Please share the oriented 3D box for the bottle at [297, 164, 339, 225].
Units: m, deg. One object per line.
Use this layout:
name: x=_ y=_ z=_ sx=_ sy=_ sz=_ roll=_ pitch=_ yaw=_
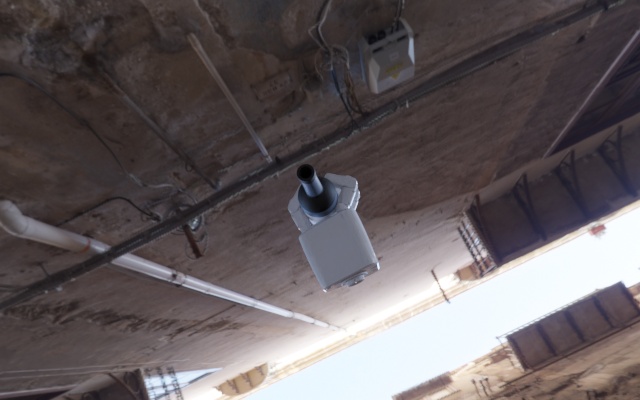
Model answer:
bottle: x=0.000 y=0.003 z=0.840 sx=0.069 sy=0.069 sz=0.296 roll=0 pitch=-17 yaw=9
